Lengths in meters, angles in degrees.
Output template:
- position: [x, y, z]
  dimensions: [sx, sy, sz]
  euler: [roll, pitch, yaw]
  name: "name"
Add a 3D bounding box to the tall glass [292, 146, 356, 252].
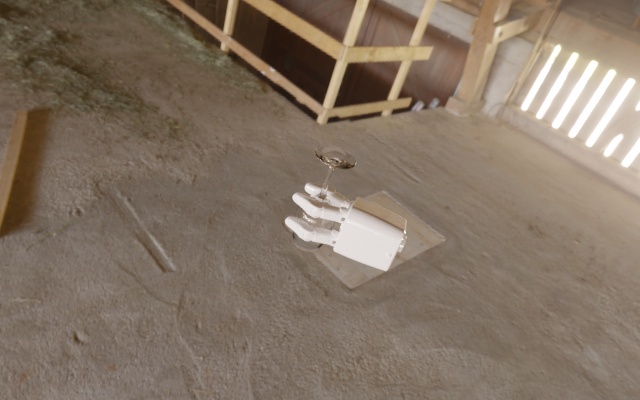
- position: [0.000, 0.002, 0.888]
  dimensions: [0.079, 0.201, 0.079]
  euler: [13, 34, -9]
  name: "tall glass"
